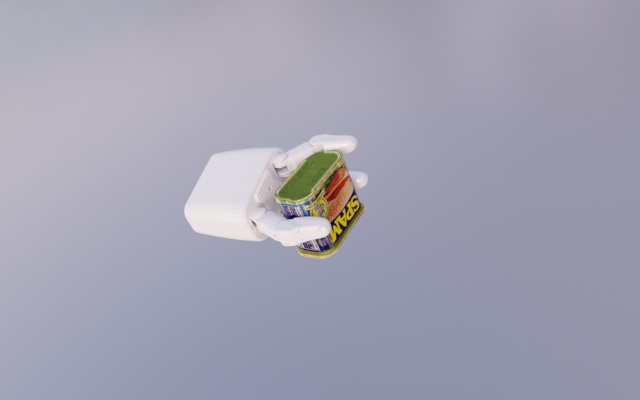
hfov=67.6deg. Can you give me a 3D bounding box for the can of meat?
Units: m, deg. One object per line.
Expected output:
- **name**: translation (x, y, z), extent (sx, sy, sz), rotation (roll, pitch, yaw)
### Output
- **can of meat**: translation (0.000, 0.002, 0.559), extent (0.057, 0.084, 0.102), rotation (5, 42, 37)
